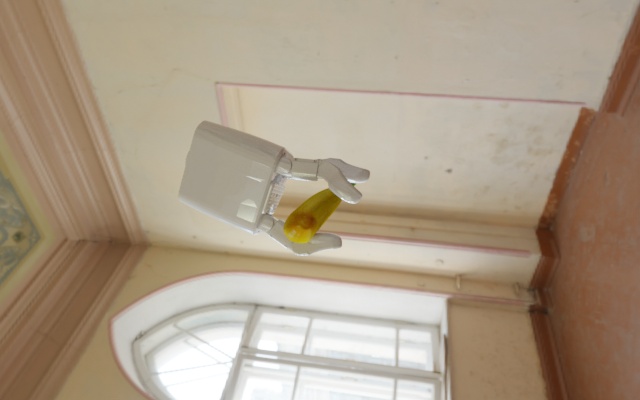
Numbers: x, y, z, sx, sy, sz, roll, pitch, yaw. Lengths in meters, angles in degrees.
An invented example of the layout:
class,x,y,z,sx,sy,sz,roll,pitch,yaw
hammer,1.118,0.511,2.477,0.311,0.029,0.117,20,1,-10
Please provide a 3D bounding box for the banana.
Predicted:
class,x,y,z,sx,sy,sz,roll,pitch,yaw
banana,-0.009,0.015,0.558,0.037,0.070,0.197,38,22,3
